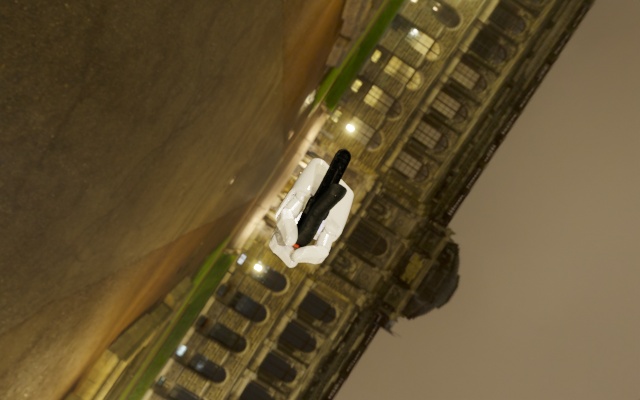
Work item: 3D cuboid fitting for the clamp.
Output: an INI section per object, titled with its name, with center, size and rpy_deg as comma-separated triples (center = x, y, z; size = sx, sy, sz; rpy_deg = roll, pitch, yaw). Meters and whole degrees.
[clamp]
center = 0.001, 0.003, 0.726
size = 0.039, 0.171, 0.120
rpy_deg = 32, 39, -6
